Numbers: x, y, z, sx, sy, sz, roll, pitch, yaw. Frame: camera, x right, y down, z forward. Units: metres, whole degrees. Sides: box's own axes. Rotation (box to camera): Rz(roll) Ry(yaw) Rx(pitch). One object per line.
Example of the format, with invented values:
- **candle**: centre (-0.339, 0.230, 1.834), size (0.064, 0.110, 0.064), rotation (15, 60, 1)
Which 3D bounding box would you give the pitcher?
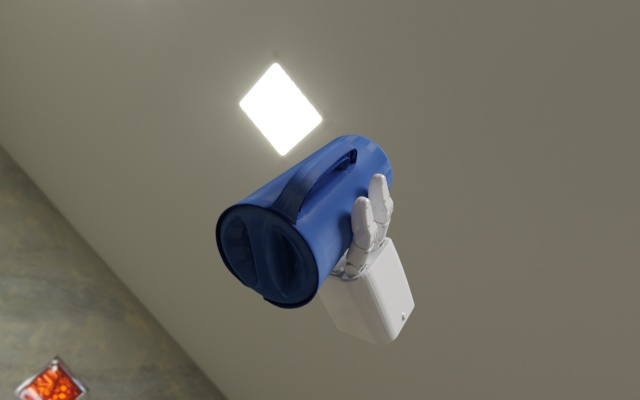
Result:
- **pitcher**: centre (0.000, 0.002, 0.584), size (0.149, 0.145, 0.242), rotation (-10, 22, 38)
